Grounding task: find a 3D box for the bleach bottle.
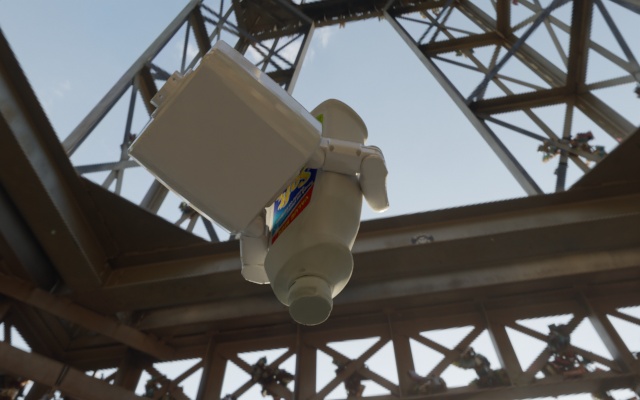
[{"bbox_3d":[0.000,0.001,0.423,0.068,0.102,0.250,40,25,-22],"label":"bleach bottle"}]
